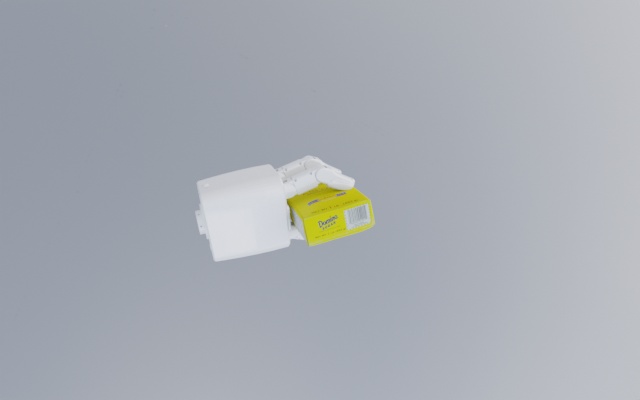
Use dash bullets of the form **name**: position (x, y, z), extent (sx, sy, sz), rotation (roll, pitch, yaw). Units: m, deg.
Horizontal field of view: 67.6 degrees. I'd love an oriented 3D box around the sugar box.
- **sugar box**: position (0.000, 0.002, 0.676), extent (0.093, 0.048, 0.176), rotation (-16, 23, -13)
